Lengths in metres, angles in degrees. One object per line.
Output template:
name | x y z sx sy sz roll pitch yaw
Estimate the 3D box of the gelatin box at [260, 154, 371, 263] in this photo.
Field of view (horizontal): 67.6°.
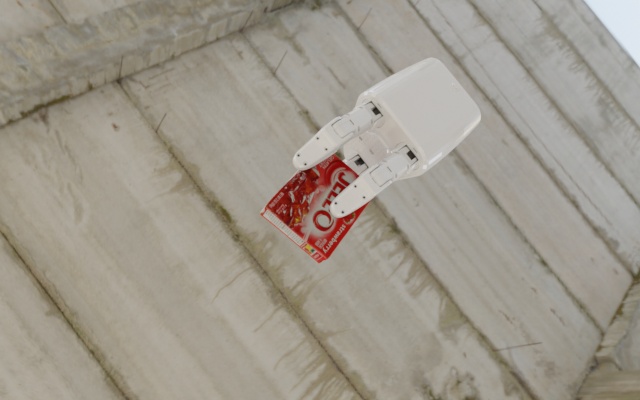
gelatin box | 0.000 0.002 0.447 0.073 0.089 0.030 41 -25 -3
